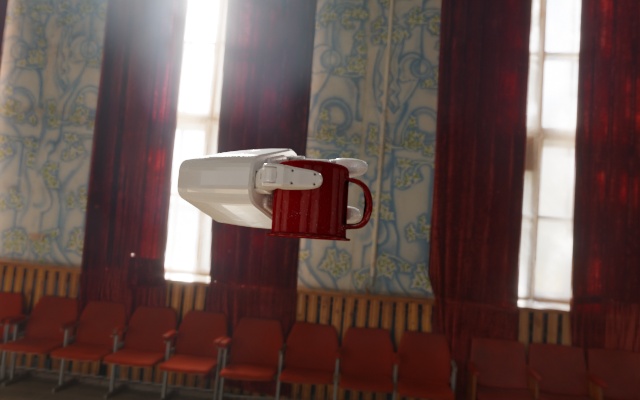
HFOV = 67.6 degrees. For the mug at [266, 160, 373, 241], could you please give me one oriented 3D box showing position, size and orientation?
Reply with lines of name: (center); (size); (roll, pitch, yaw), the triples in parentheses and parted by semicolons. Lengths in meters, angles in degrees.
mug: (0.001, 0.002, 0.523); (0.117, 0.081, 0.093); (2, -5, 25)
